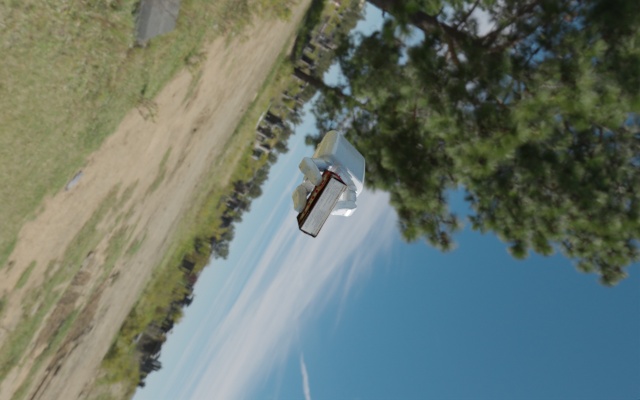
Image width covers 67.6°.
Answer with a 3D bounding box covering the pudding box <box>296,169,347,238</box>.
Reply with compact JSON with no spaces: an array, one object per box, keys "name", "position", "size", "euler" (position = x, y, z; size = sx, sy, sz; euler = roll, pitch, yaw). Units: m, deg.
[{"name":"pudding box","position":[0.000,0.003,0.864],"size":[0.039,0.113,0.090],"euler":[28,7,-10]}]
